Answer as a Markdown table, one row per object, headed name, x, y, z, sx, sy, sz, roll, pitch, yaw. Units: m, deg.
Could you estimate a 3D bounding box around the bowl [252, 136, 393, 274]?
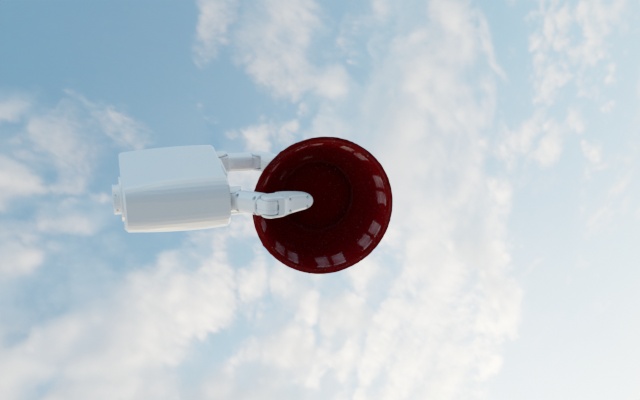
| name | x | y | z | sx | sy | sz | roll | pitch | yaw |
| --- | --- | --- | --- | --- | --- | --- | --- | --- | --- |
| bowl | 0.001 | 0.002 | 0.561 | 0.162 | 0.162 | 0.055 | 0 | 16 | -9 |
